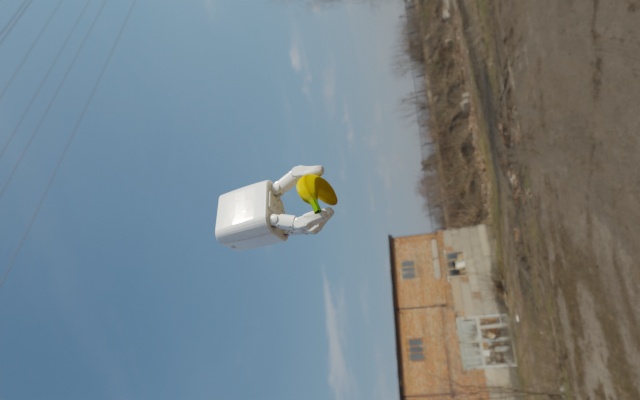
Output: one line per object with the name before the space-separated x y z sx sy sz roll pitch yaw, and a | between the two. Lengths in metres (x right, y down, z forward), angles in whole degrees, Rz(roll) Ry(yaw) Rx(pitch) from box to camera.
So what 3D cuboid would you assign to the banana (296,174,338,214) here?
banana | -0.007 -0.014 0.842 0.037 0.069 0.198 -22 0 13
